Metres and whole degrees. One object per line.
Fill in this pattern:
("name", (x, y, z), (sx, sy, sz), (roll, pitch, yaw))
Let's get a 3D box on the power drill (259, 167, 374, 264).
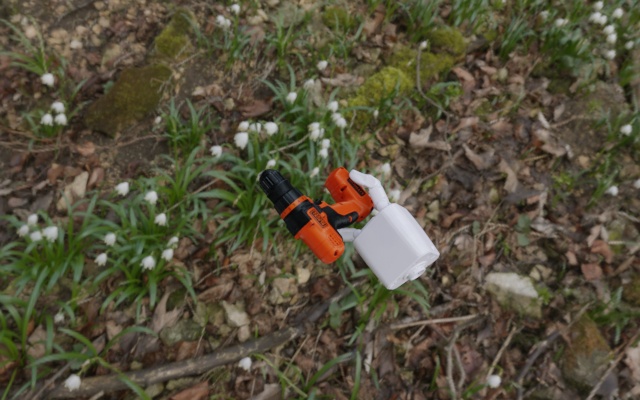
("power drill", (0.001, 0.003, 0.821), (0.057, 0.184, 0.187), (-44, -8, 37))
